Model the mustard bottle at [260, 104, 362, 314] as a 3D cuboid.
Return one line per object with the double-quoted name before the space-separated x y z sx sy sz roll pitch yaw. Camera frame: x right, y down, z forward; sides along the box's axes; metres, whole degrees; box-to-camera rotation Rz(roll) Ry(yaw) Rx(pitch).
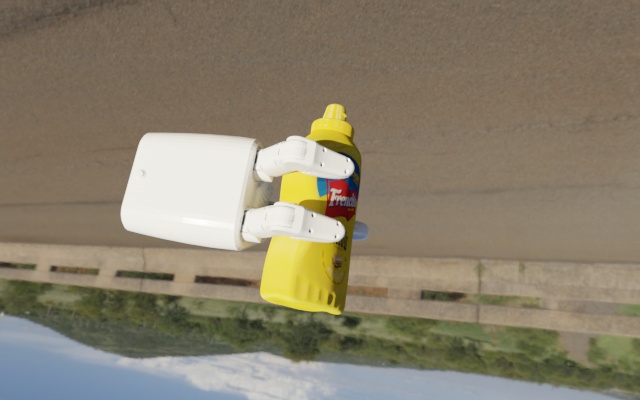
"mustard bottle" 0.000 0.002 0.435 0.058 0.191 0.096 -1 -19 32
